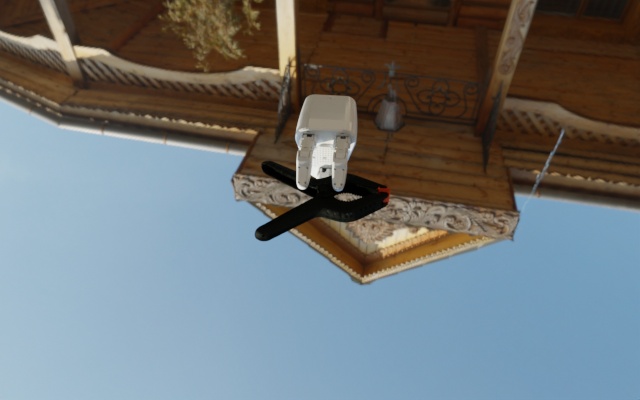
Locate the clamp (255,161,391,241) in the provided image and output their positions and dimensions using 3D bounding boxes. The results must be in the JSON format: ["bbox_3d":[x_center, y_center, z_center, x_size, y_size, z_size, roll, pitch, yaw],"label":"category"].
[{"bbox_3d":[0.001,0.003,0.727,0.210,0.164,0.036,4,-45,3],"label":"clamp"}]
